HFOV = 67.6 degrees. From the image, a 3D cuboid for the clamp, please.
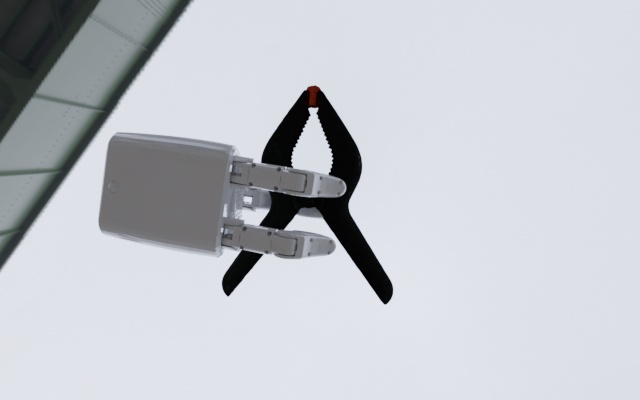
[{"bbox_3d":[0.000,0.001,0.453,0.164,0.210,0.036,9,6,1],"label":"clamp"}]
